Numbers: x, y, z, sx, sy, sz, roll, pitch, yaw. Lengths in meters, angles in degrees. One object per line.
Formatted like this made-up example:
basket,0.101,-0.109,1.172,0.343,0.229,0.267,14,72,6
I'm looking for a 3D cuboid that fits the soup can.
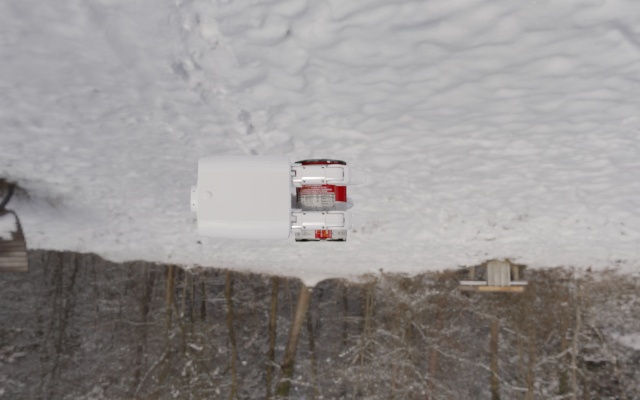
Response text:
soup can,0.001,0.002,0.611,0.068,0.102,0.068,0,-5,0
